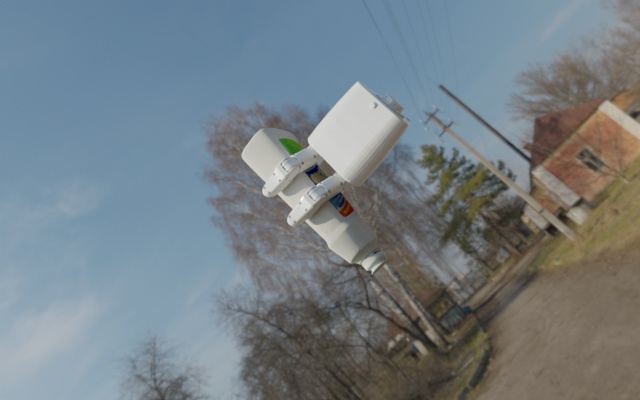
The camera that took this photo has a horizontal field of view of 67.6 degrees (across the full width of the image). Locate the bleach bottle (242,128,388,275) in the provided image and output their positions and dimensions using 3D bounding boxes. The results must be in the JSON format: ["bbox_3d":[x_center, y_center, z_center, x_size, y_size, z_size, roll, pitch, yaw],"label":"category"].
[{"bbox_3d":[0.000,0.002,0.675,0.250,0.068,0.102,46,19,19],"label":"bleach bottle"}]
